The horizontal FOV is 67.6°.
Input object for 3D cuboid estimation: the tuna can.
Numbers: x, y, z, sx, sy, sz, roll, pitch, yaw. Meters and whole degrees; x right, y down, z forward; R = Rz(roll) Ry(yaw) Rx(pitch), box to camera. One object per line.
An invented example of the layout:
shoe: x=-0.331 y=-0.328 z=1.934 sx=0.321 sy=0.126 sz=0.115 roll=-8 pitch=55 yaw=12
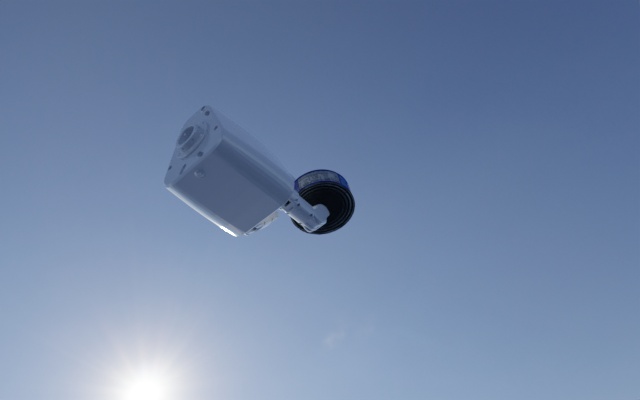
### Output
tuna can: x=0.000 y=0.002 z=0.626 sx=0.086 sy=0.086 sz=0.033 roll=0 pitch=37 yaw=-12
